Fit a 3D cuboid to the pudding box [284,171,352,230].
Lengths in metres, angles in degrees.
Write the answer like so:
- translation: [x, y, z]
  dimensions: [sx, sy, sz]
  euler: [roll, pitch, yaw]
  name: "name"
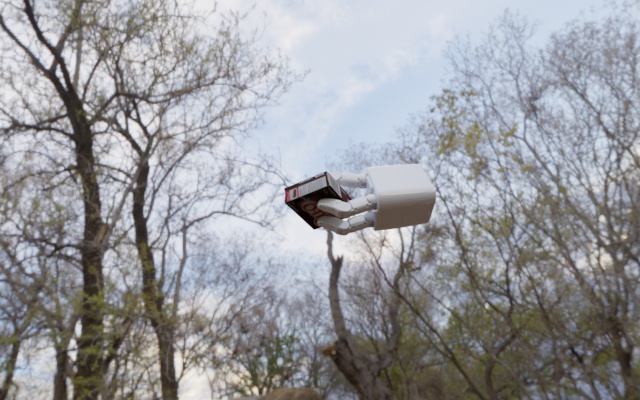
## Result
- translation: [0.000, 0.003, 0.863]
  dimensions: [0.090, 0.039, 0.113]
  euler: [-22, -40, 18]
  name: "pudding box"
